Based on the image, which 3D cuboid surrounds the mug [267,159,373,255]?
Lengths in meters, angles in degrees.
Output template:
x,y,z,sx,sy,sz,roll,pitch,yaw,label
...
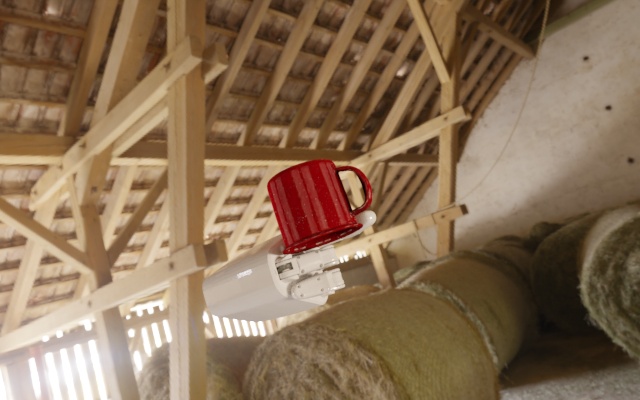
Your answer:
x,y,z,sx,sy,sz,roll,pitch,yaw,label
0.001,0.001,0.521,0.117,0.081,0.093,-24,-12,23,mug
